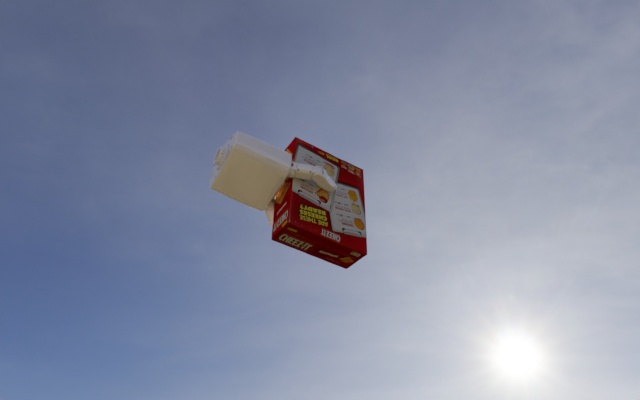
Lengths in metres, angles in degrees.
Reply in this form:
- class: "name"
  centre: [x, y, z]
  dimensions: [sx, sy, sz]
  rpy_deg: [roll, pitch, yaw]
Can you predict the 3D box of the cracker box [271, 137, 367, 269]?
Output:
- class: "cracker box"
  centre: [0.000, 0.003, 0.896]
  dimensions: [0.164, 0.213, 0.072]
  rpy_deg: [24, -45, -23]
